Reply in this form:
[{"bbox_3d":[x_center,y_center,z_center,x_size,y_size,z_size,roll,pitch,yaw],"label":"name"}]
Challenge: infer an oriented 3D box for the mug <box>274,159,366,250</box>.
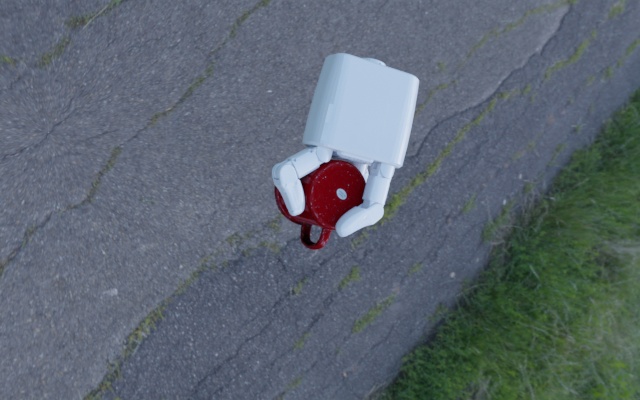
[{"bbox_3d":[0.000,0.003,0.578,0.093,0.117,0.081,13,0,-30],"label":"mug"}]
